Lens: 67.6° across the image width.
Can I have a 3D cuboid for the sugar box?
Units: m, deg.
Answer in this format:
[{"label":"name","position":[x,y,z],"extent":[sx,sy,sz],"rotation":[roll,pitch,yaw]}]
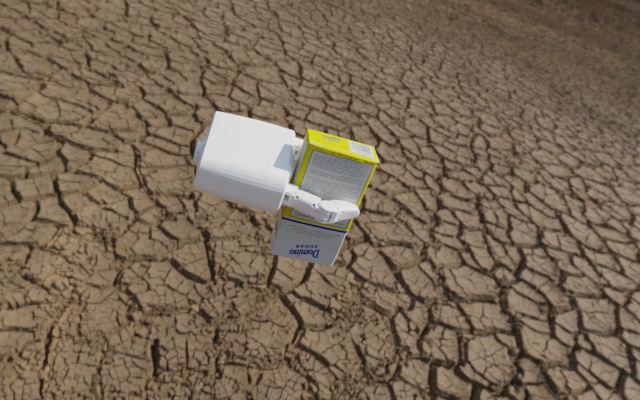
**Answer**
[{"label":"sugar box","position":[0.000,0.002,0.626],"extent":[0.093,0.176,0.048],"rotation":[14,34,-14]}]
